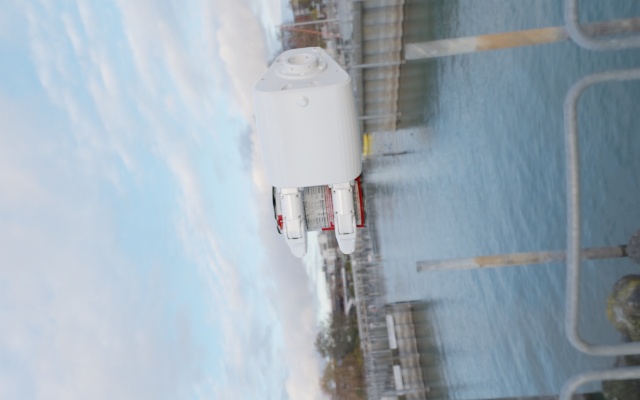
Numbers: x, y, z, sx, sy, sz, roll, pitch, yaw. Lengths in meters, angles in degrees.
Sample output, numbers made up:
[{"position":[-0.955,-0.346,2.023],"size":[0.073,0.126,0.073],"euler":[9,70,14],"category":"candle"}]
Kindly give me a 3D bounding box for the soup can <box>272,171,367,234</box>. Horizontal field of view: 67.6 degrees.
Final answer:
[{"position":[0.000,0.002,0.549],"size":[0.102,0.068,0.068],"euler":[-5,0,3],"category":"soup can"}]
